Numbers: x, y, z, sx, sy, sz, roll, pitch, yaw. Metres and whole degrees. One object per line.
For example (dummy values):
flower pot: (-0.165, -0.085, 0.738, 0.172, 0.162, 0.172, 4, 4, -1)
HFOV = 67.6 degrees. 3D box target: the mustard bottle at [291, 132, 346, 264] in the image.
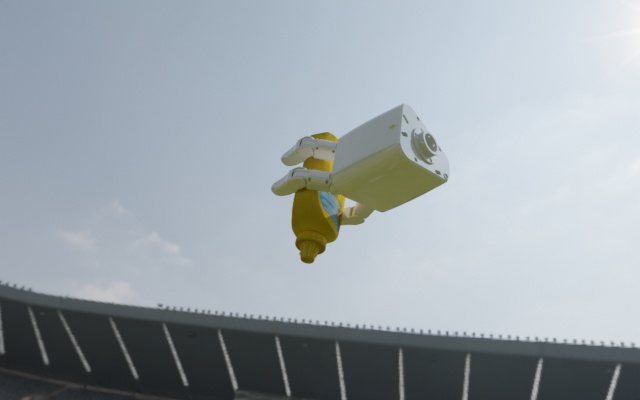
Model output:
mustard bottle: (0.000, 0.002, 0.663, 0.058, 0.191, 0.096, -6, -41, 22)
